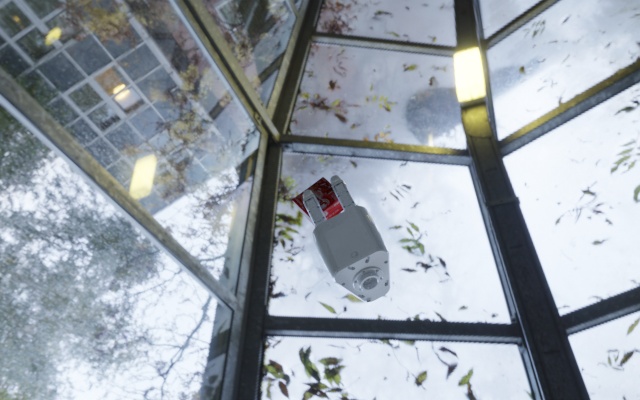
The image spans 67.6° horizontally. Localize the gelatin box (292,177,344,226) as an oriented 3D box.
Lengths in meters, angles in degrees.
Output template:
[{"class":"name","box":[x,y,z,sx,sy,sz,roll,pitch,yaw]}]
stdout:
[{"class":"gelatin box","box":[0.000,0.003,0.850,0.073,0.030,0.089,-37,35,-8]}]
